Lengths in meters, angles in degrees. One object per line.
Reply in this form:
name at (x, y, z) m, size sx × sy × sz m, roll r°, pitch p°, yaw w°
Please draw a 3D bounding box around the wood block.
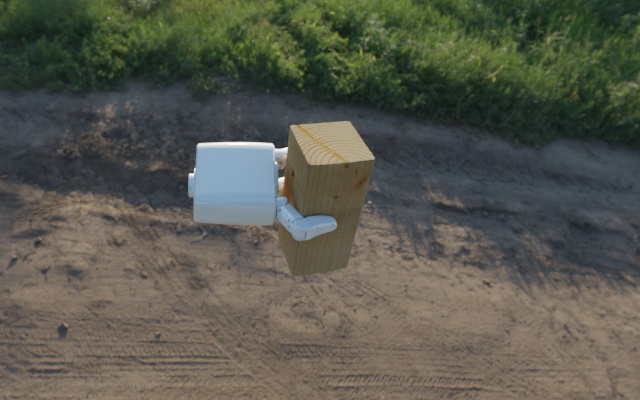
wood block at (0.000, 0.002, 0.676) m, size 0.090 × 0.206 × 0.090 m, roll -7°, pitch 44°, yaw -19°
